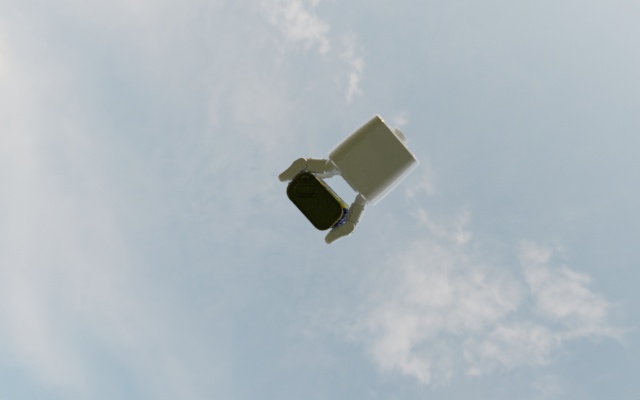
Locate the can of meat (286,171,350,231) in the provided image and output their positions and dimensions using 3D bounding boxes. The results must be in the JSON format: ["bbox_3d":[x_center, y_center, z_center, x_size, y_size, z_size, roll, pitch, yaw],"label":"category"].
[{"bbox_3d":[0.000,0.003,0.815,0.057,0.102,0.084,-45,-13,9],"label":"can of meat"}]
